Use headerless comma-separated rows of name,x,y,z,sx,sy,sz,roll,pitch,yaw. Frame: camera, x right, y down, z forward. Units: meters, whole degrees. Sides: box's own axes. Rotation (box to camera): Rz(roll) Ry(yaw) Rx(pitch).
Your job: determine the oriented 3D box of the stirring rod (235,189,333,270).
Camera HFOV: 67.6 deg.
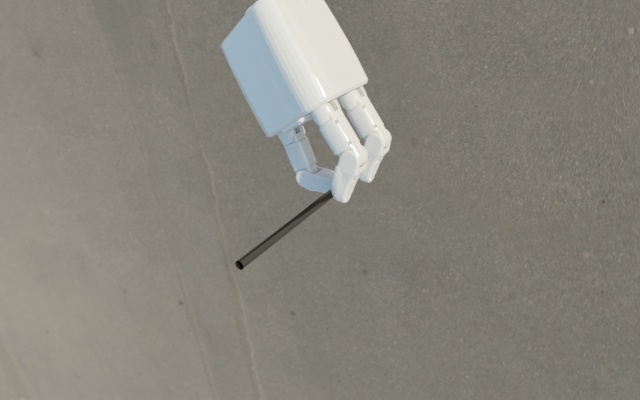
stirring rod,0.000,0.001,0.454,0.011,0.011,0.239,0,23,34
